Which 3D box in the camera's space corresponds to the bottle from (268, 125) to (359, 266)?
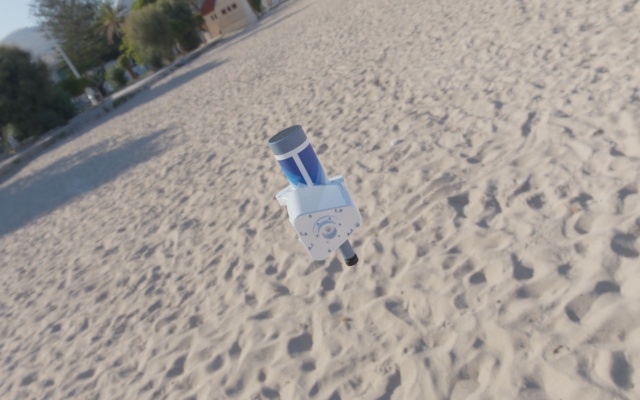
[{"bbox_3d":[0.000,0.003,0.895,0.069,0.296,0.069,-24,23,11],"label":"bottle"}]
